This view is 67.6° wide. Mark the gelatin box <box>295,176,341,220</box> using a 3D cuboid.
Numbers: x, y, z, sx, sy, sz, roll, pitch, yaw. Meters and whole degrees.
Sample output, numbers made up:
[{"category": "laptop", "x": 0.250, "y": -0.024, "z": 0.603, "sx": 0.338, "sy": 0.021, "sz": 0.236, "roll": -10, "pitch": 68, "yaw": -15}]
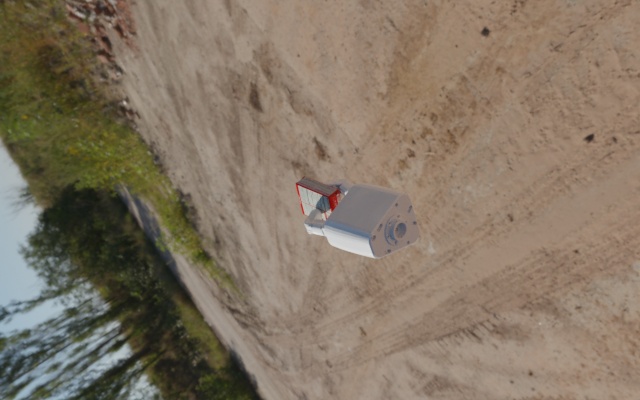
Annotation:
[{"category": "gelatin box", "x": 0.000, "y": 0.003, "z": 0.873, "sx": 0.089, "sy": 0.073, "sz": 0.030, "roll": 22, "pitch": 48, "yaw": 38}]
